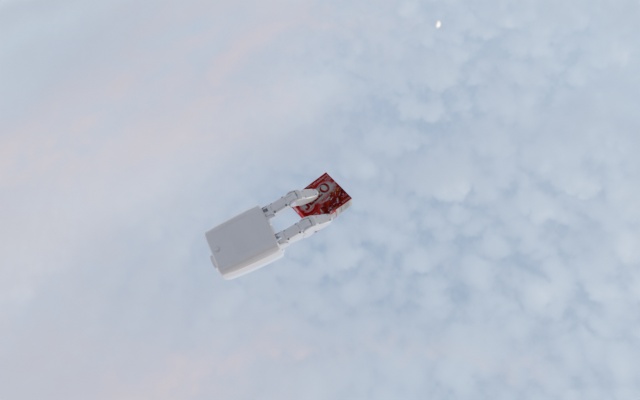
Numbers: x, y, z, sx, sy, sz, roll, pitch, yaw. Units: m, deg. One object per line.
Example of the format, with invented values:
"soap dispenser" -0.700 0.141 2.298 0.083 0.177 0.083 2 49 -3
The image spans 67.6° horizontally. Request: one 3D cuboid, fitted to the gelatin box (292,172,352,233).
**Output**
"gelatin box" 0.000 0.003 0.848 0.089 0.073 0.030 -36 -26 -16
